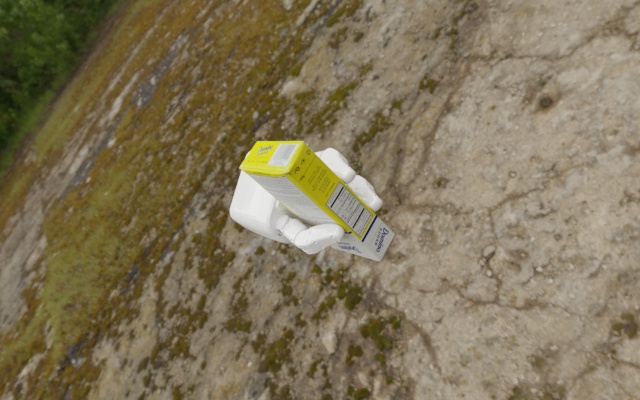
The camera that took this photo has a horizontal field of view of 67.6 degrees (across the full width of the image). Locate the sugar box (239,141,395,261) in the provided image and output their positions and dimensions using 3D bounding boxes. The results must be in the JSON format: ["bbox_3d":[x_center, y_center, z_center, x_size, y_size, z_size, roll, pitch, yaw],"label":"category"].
[{"bbox_3d":[0.000,0.001,0.549,0.176,0.048,0.093,40,-19,-35],"label":"sugar box"}]
